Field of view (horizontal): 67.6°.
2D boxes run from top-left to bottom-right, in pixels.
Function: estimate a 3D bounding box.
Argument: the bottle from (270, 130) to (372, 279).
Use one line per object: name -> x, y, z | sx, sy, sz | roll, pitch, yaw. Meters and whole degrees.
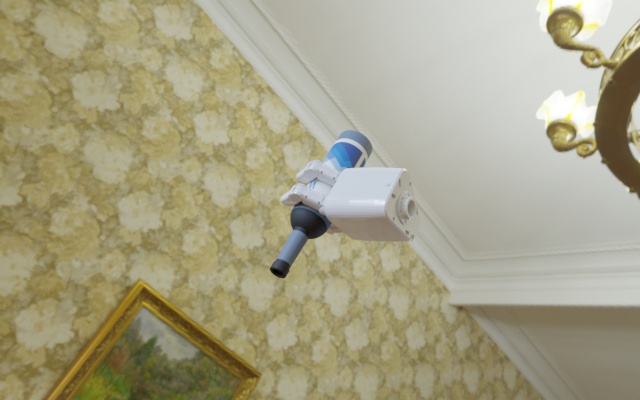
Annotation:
bottle -> 0.000, 0.002, 0.787 | 0.069, 0.295, 0.069 | 21, -35, 15
